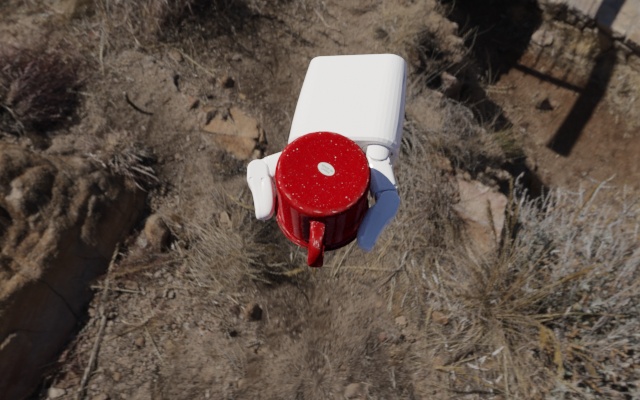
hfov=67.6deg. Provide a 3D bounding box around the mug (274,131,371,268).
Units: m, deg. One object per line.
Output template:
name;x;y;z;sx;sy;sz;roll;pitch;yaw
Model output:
mug;0.000;0.003;0.427;0.093;0.117;0.081;8;-23;3
